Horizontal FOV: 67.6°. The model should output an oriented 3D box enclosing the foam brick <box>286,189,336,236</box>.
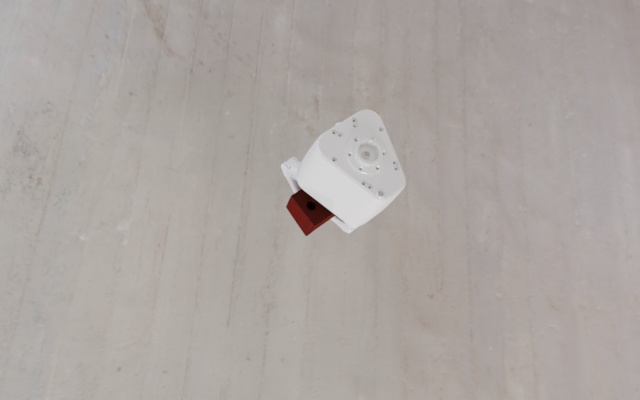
[{"bbox_3d":[0.000,0.002,0.657,0.078,0.053,0.051,-34,-8,-21],"label":"foam brick"}]
